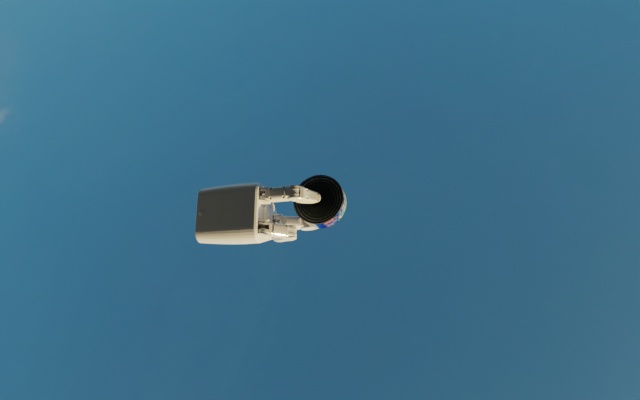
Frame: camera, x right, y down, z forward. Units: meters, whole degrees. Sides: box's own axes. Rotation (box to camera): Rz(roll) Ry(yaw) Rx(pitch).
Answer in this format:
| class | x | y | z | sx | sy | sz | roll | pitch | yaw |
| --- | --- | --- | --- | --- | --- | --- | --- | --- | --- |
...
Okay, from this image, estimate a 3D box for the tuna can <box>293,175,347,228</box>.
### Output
| class | x | y | z | sx | sy | sz | roll | pitch | yaw |
| --- | --- | --- | --- | --- | --- | --- | --- | --- | --- |
| tuna can | 0.000 | 0.003 | 0.799 | 0.086 | 0.086 | 0.034 | 0 | -19 | 16 |
